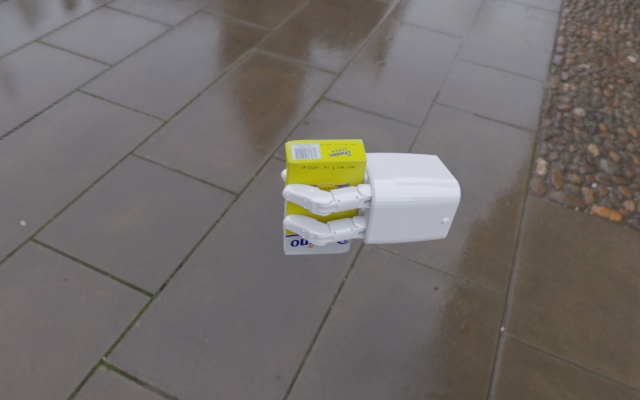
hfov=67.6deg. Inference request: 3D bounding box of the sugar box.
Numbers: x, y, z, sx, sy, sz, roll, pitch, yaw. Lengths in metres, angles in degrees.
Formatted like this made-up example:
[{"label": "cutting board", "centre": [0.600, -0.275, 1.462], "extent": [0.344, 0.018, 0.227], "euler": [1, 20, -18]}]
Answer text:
[{"label": "sugar box", "centre": [0.000, 0.002, 0.612], "extent": [0.093, 0.176, 0.048], "euler": [-1, 45, -6]}]
